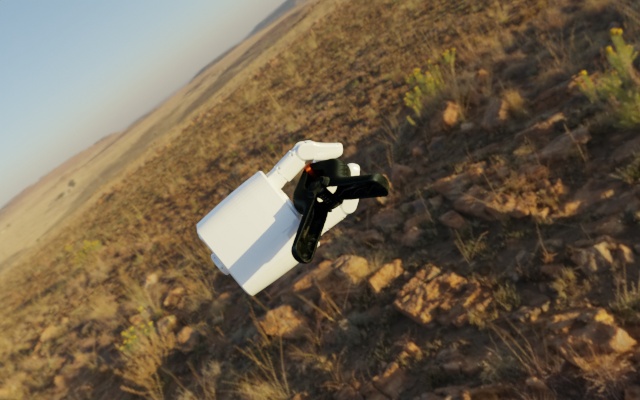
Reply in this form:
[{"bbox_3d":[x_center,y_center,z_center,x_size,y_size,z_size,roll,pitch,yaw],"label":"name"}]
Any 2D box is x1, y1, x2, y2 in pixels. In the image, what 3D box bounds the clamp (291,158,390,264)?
[{"bbox_3d":[0.000,0.001,0.532,0.120,0.039,0.171,-40,20,-4],"label":"clamp"}]
